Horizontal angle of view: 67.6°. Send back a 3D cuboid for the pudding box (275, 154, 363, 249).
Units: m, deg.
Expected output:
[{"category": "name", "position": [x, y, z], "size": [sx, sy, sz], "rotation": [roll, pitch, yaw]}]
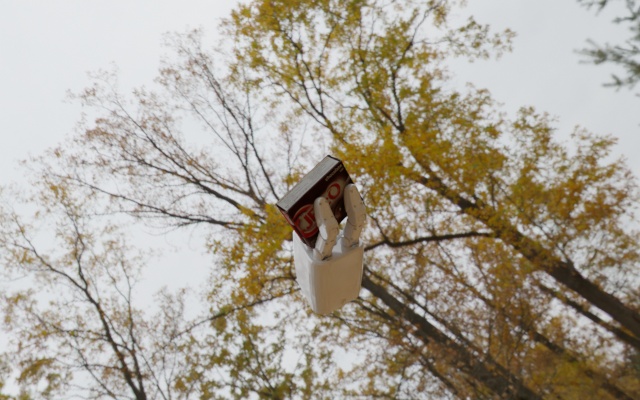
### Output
[{"category": "pudding box", "position": [0.000, 0.002, 0.705], "size": [0.039, 0.113, 0.090], "rotation": [30, -20, 45]}]
